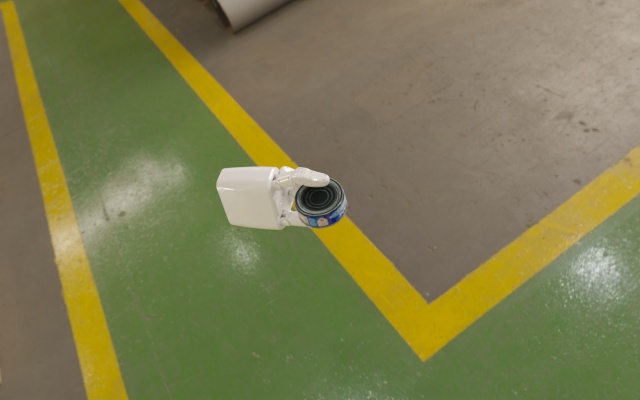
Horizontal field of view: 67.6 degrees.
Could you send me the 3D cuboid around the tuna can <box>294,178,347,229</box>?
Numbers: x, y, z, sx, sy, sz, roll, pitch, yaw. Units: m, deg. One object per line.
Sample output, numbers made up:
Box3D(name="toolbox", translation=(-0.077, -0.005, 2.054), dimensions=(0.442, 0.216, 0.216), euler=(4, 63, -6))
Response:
Box3D(name="tuna can", translation=(0.000, 0.002, 0.795), dimensions=(0.086, 0.086, 0.034), euler=(0, -39, 14))
